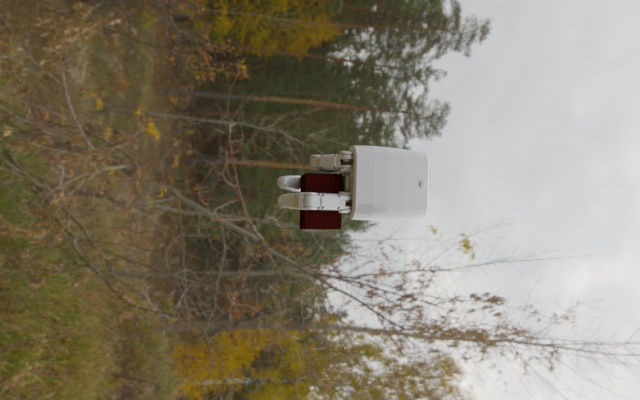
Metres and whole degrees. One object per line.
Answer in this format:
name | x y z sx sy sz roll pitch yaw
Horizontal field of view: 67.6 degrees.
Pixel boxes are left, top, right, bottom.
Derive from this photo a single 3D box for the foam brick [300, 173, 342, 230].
foam brick | 0.000 0.002 0.663 0.051 0.078 0.053 2 -1 -10
